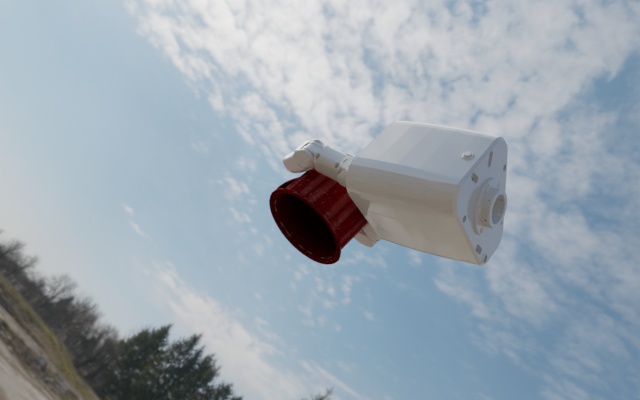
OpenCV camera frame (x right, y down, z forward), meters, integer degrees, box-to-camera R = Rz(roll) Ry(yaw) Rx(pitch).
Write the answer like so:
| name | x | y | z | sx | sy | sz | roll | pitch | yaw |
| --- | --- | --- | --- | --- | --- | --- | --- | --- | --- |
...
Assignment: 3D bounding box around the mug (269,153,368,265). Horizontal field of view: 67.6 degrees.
| name | x | y | z | sx | sy | sz | roll | pitch | yaw |
| --- | --- | --- | --- | --- | --- | --- | --- | --- | --- |
| mug | -0.001 | 0.001 | 0.497 | 0.117 | 0.093 | 0.081 | 17 | 47 | 41 |
